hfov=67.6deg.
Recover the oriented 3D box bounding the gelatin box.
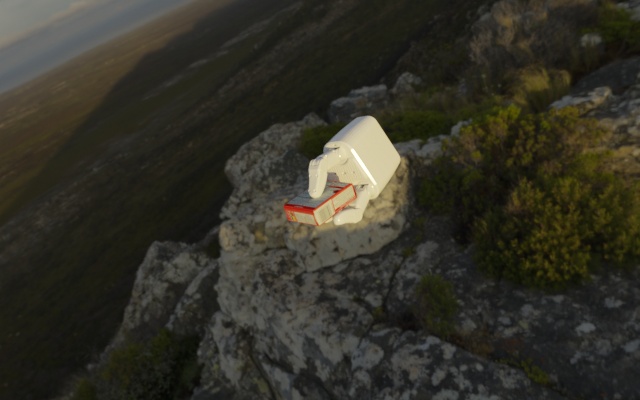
[{"bbox_3d":[0.000,0.002,0.728,0.089,0.030,0.073,-35,27,-33],"label":"gelatin box"}]
